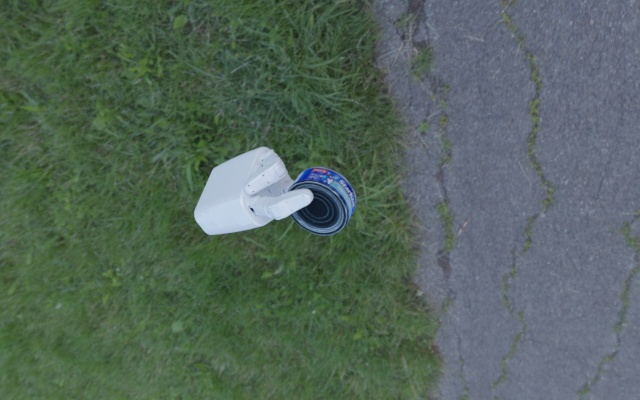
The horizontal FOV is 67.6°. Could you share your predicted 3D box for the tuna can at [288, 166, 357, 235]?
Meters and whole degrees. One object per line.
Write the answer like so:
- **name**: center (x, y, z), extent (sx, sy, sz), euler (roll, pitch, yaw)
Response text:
- **tuna can**: center (0.000, 0.002, 0.604), extent (0.086, 0.086, 0.033), euler (0, 34, 26)
